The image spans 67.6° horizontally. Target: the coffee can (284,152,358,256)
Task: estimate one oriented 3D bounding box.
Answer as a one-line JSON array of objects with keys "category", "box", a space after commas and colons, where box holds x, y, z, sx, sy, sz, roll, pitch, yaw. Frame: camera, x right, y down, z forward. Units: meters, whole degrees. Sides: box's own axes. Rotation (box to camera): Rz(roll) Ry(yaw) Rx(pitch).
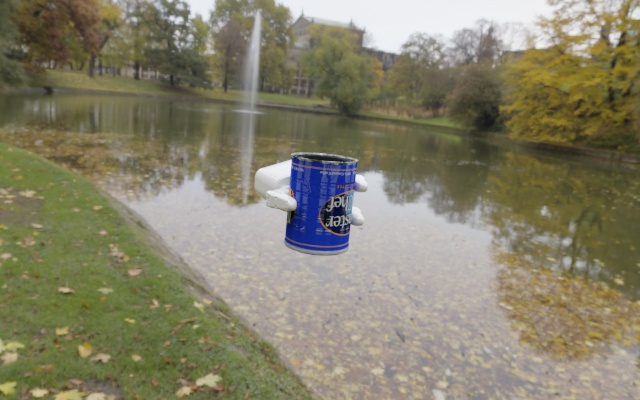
[{"category": "coffee can", "box": [0.000, 0.003, 0.736, 0.103, 0.140, 0.102, 5, 12, -1]}]
